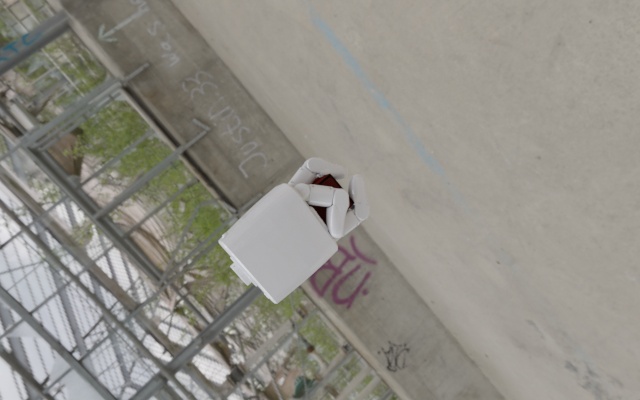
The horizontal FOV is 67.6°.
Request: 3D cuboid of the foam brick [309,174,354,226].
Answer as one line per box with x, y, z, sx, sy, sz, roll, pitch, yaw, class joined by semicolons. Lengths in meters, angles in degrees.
0.000;0.002;0.641;0.051;0.053;0.078;-42;8;-13;foam brick
